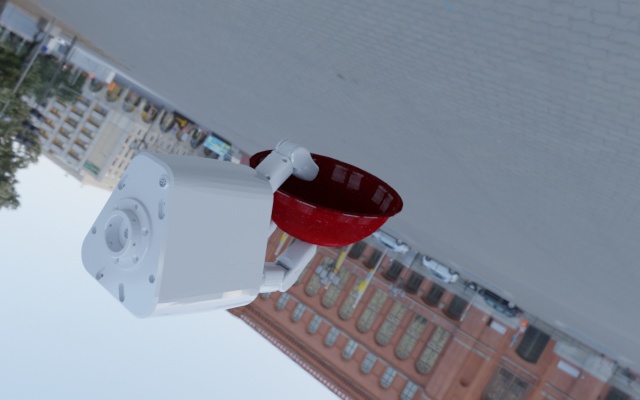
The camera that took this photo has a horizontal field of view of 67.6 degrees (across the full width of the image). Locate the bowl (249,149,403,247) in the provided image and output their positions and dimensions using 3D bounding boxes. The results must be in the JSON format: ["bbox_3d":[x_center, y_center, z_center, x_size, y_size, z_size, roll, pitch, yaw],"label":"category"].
[{"bbox_3d":[0.001,0.002,0.494,0.162,0.055,0.162,14,21,-6],"label":"bowl"}]
